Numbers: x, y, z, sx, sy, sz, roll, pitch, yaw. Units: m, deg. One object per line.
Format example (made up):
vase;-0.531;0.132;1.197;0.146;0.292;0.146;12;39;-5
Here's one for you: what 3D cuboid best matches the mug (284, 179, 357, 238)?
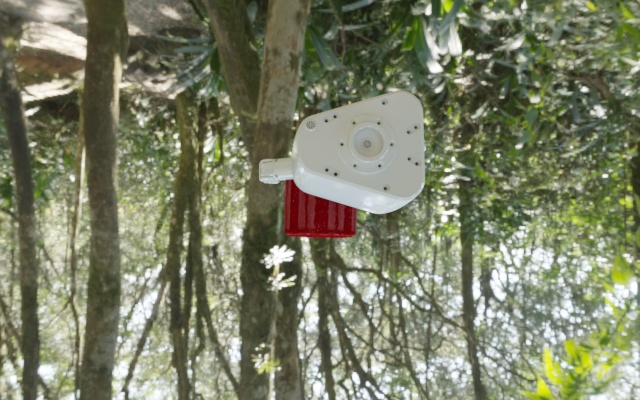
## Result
mug;0.000;0.002;0.556;0.093;0.081;0.117;2;-6;-1
